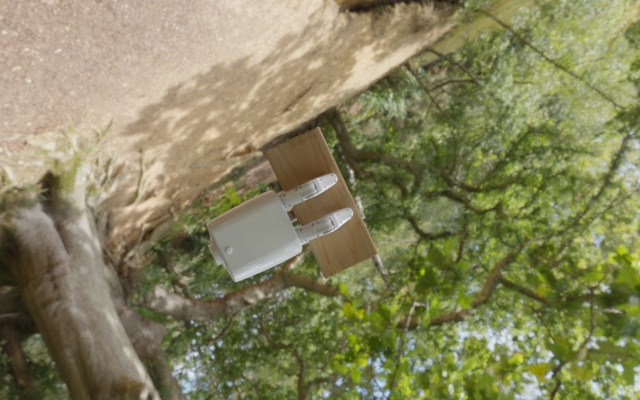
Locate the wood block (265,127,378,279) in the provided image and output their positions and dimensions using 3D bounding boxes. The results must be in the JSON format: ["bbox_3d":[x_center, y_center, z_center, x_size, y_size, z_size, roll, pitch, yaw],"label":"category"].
[{"bbox_3d":[0.000,0.003,0.737,0.090,0.206,0.091,-25,3,-3],"label":"wood block"}]
